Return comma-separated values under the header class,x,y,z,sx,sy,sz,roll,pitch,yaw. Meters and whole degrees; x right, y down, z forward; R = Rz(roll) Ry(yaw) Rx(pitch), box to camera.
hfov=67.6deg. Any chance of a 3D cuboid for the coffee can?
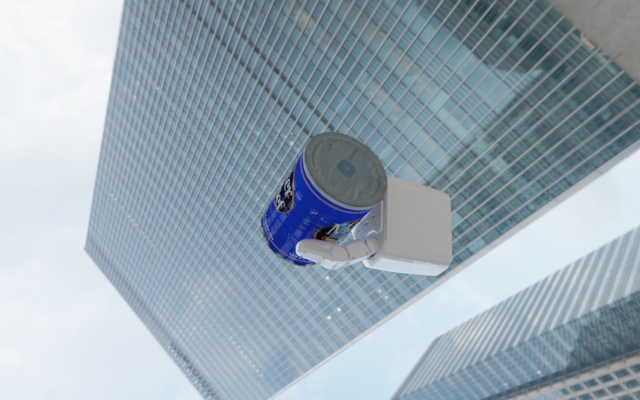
class,x,y,z,sx,sy,sz,roll,pitch,yaw
coffee can,0.000,0.002,0.571,0.103,0.102,0.140,0,-33,-31
